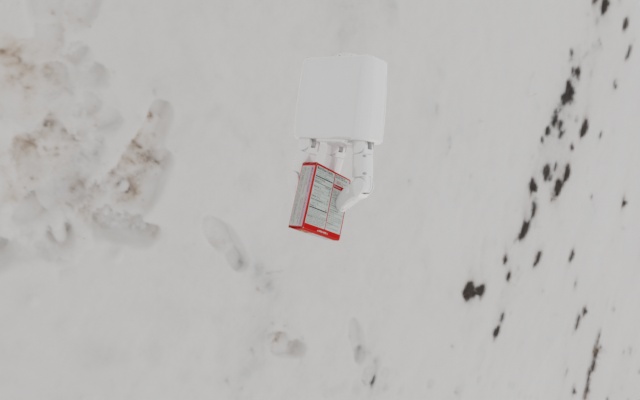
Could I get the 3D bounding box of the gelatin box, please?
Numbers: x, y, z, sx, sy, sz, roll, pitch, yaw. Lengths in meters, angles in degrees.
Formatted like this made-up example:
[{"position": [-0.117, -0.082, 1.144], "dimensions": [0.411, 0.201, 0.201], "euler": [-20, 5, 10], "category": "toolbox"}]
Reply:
[{"position": [0.000, 0.002, 0.627], "dimensions": [0.030, 0.089, 0.073], "euler": [1, -15, 43], "category": "gelatin box"}]
